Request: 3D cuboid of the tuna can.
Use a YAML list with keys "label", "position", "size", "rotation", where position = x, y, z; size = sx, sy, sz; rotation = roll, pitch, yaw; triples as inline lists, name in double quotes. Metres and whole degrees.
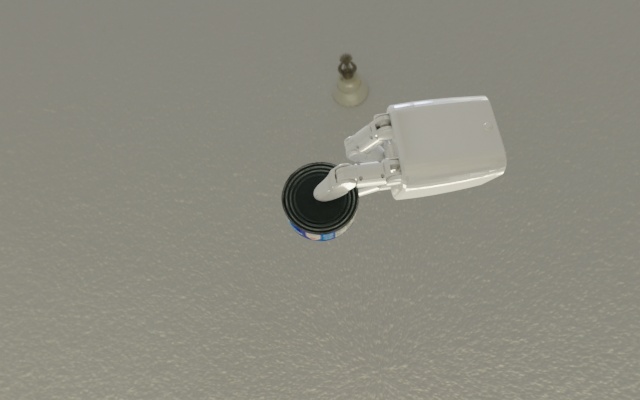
- label: "tuna can"
  position: [0.000, 0.002, 0.541]
  size: [0.086, 0.086, 0.034]
  rotation: [0, -21, 1]
